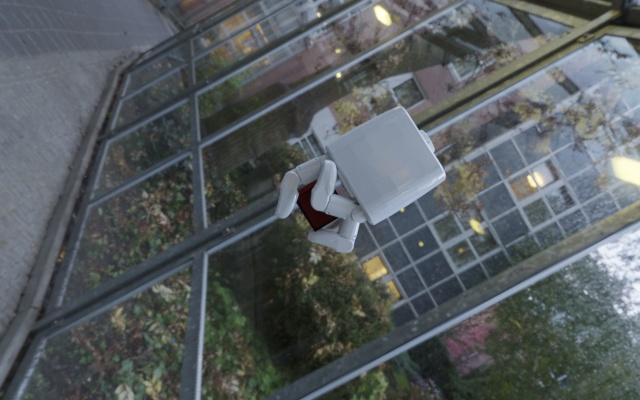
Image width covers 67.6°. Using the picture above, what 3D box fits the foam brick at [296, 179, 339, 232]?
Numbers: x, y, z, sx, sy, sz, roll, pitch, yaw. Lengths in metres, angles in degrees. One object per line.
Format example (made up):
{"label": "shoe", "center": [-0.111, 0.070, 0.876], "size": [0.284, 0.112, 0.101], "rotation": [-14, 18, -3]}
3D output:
{"label": "foam brick", "center": [0.000, 0.002, 0.637], "size": [0.051, 0.053, 0.078], "rotation": [-32, 7, 1]}
